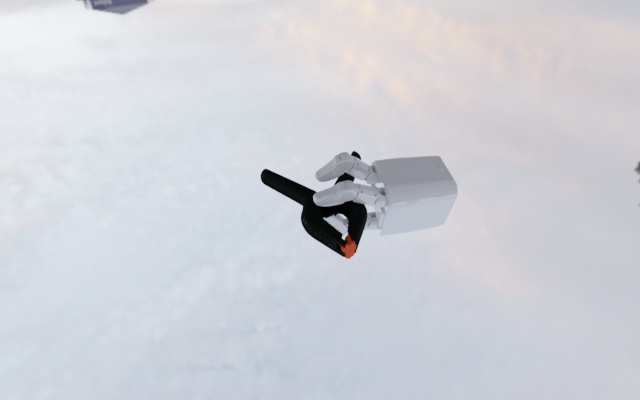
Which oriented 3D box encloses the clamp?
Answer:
[{"bbox_3d":[0.000,0.003,0.699,0.164,0.036,0.209,-9,42,-5],"label":"clamp"}]
